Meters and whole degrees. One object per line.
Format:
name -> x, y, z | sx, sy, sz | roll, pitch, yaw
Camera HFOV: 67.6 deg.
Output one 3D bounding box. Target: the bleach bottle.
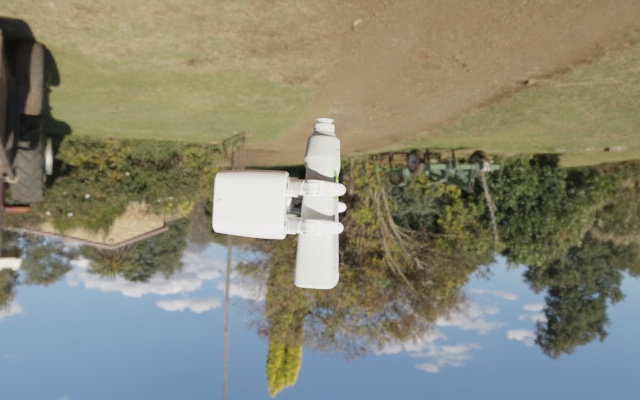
bleach bottle -> 0.000, 0.002, 0.734 | 0.068, 0.251, 0.102 | 3, 1, 5
